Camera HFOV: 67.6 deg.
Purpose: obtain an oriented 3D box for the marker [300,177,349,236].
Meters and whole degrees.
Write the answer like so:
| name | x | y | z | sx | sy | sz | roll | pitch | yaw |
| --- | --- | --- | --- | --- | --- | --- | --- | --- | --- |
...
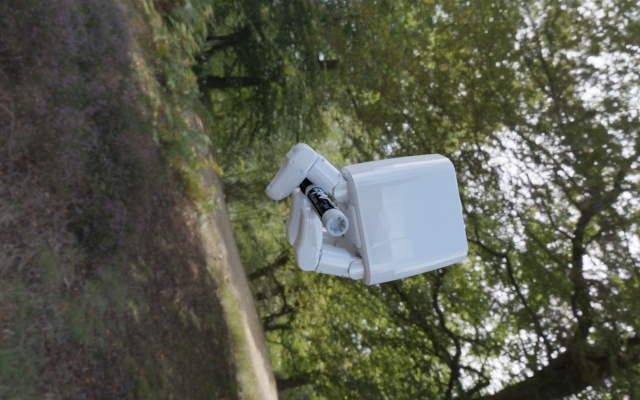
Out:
| name | x | y | z | sx | sy | sz | roll | pitch | yaw |
| --- | --- | --- | --- | --- | --- | --- | --- | --- | --- |
| marker | 0.000 | 0.001 | 0.431 | 0.020 | 0.020 | 0.121 | 0 | 18 | -13 |
